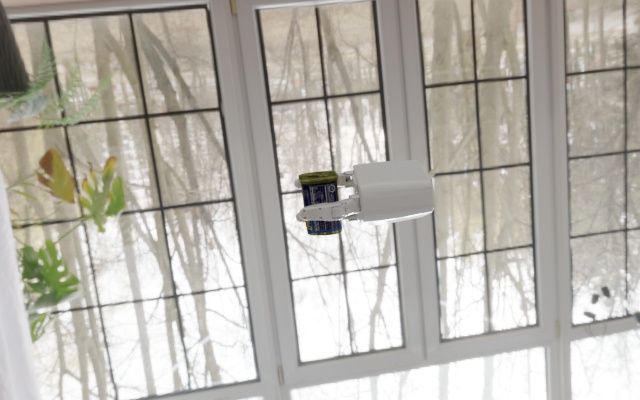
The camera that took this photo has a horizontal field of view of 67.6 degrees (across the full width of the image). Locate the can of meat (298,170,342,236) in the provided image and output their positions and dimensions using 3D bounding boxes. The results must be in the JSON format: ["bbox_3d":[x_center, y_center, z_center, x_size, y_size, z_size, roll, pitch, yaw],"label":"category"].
[{"bbox_3d":[0.000,0.003,0.717,0.057,0.084,0.102,-7,9,-3],"label":"can of meat"}]
